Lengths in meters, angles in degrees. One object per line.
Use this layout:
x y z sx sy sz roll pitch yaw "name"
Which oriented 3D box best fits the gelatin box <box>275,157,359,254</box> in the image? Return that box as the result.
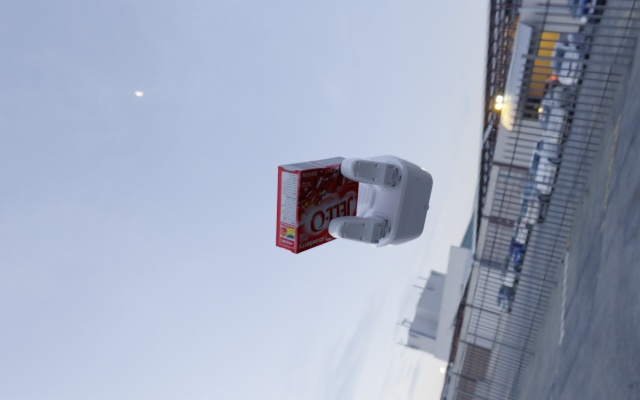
-0.001 0.001 0.434 0.030 0.073 0.089 15 19 38 "gelatin box"
